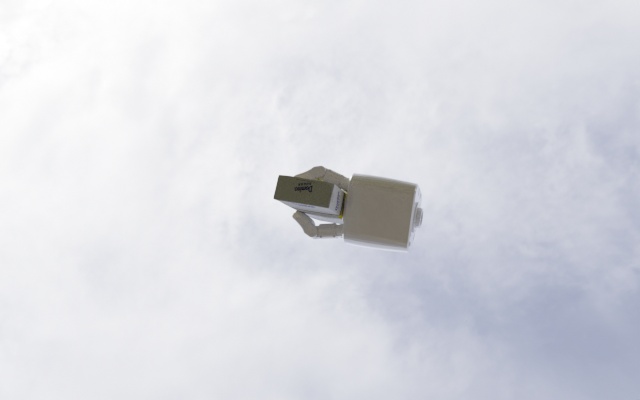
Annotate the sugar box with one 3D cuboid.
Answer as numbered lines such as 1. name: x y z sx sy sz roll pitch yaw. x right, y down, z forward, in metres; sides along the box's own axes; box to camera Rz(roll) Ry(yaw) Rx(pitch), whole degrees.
1. sugar box: 0.000 0.002 0.786 0.093 0.048 0.176 9 -11 19
